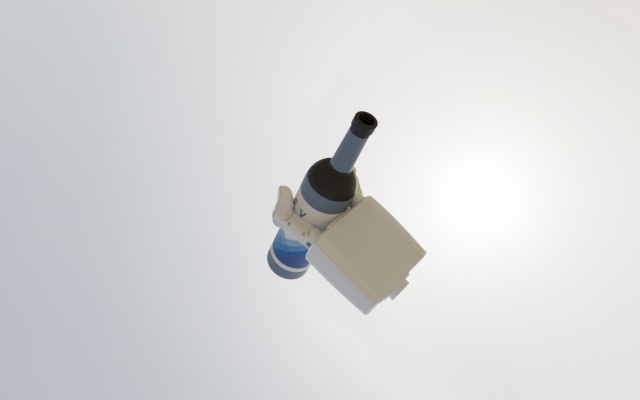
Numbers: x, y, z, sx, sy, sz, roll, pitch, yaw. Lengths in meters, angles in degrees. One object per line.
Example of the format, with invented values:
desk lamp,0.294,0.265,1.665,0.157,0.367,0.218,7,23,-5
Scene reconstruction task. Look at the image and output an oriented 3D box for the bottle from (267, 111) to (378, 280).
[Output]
bottle,0.000,0.002,0.617,0.069,0.069,0.296,0,-37,-25
